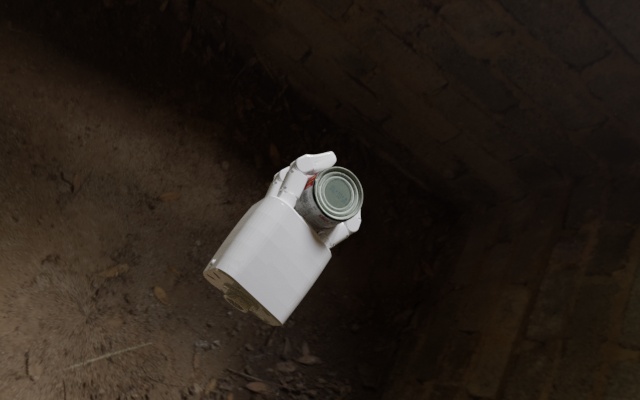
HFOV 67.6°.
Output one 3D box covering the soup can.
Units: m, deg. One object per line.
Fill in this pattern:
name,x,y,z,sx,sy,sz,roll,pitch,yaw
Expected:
soup can,0.001,0.002,0.601,0.068,0.068,0.102,0,-12,-26
